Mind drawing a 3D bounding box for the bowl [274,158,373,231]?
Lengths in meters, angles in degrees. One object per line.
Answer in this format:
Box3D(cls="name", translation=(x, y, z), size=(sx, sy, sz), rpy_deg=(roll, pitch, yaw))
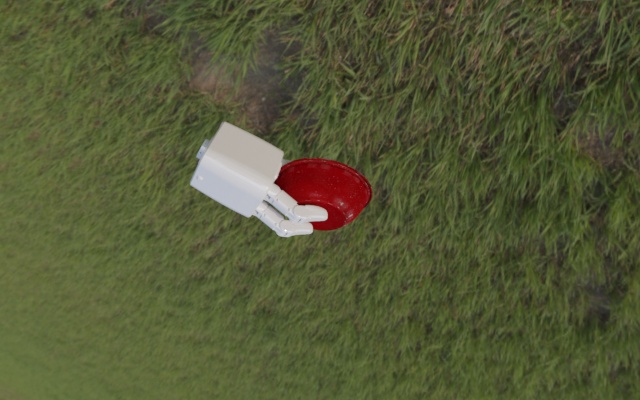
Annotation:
Box3D(cls="bowl", translation=(0.001, 0.003, 0.762), size=(0.162, 0.055, 0.162), rpy_deg=(7, -32, 5))
